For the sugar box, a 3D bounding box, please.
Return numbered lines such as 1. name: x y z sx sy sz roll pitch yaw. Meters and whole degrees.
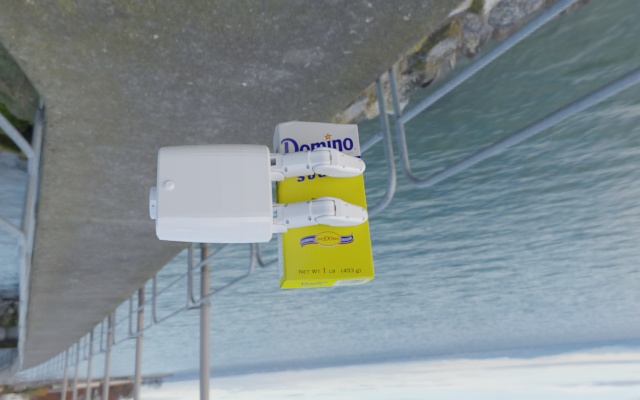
1. sugar box: 0.000 0.002 0.508 0.093 0.176 0.048 0 -19 -13
